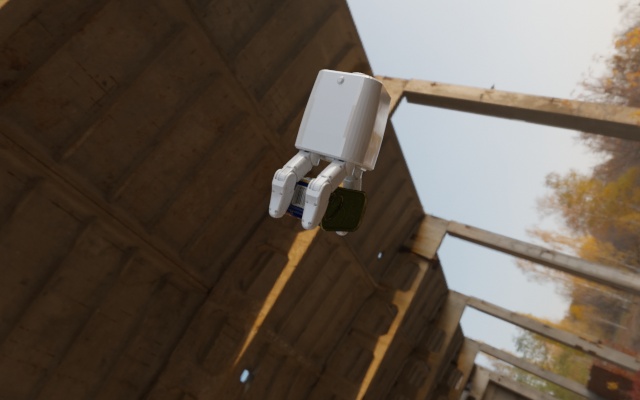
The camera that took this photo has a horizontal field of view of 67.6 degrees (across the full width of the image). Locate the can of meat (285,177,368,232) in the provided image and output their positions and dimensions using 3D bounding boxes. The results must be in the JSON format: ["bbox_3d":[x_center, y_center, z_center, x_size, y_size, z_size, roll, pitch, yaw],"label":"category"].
[{"bbox_3d":[0.000,0.002,0.637,0.084,0.057,0.102,19,7,33],"label":"can of meat"}]
